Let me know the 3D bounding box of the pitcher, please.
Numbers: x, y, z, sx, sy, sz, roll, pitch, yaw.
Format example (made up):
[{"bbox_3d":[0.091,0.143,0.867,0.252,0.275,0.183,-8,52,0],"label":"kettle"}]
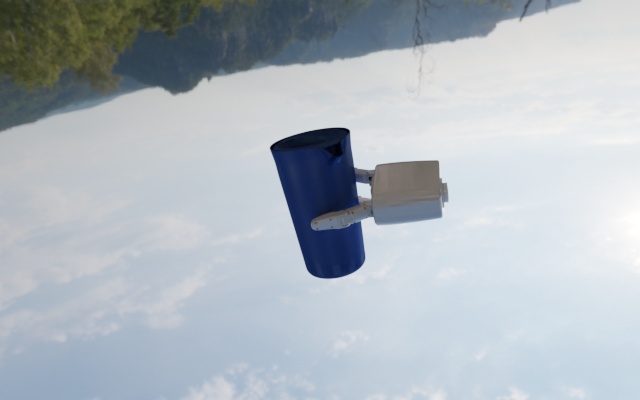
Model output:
[{"bbox_3d":[0.000,0.003,0.817,0.145,0.243,0.149,-6,20,15],"label":"pitcher"}]
